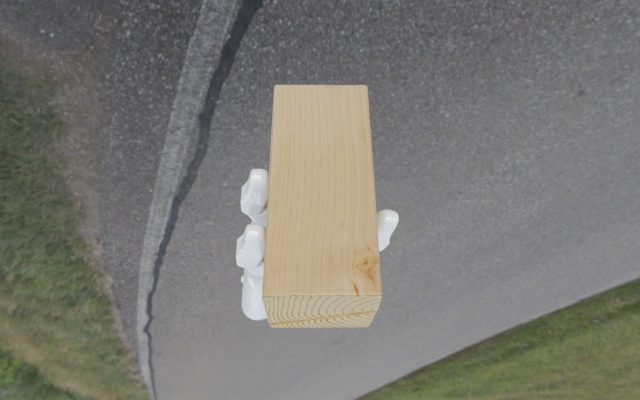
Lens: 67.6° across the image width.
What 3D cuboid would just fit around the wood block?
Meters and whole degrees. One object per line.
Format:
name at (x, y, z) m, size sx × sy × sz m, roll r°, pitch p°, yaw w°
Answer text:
wood block at (0.000, 0.002, 0.435) m, size 0.091 × 0.206 × 0.090 m, roll 0°, pitch -29°, yaw -1°
